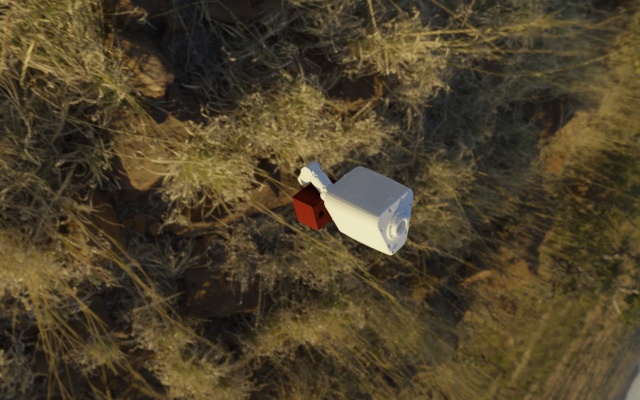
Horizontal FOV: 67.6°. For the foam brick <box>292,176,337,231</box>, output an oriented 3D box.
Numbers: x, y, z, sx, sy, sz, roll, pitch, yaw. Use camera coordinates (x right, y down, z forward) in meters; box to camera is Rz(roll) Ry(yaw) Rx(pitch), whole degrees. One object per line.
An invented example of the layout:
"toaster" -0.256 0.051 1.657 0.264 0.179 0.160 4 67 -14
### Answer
"foam brick" 0.000 0.003 0.803 0.078 0.053 0.051 -37 44 -29
